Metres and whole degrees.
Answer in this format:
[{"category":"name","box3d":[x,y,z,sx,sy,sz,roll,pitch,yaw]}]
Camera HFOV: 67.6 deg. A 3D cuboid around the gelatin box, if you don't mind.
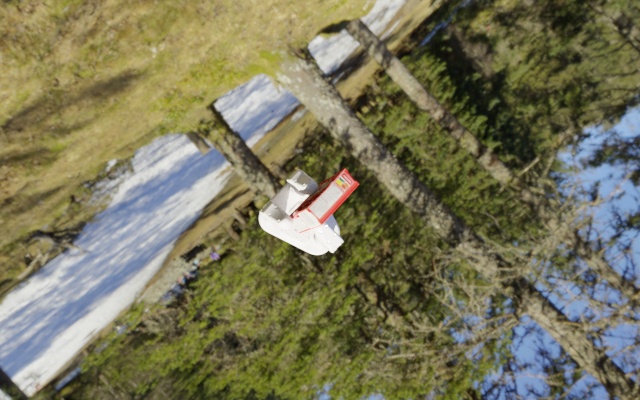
[{"category":"gelatin box","box3d":[0.001,0.002,0.598,0.073,0.030,0.089,-46,7,-21]}]
